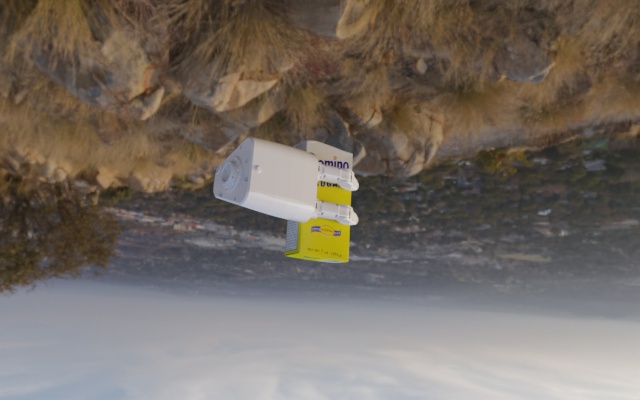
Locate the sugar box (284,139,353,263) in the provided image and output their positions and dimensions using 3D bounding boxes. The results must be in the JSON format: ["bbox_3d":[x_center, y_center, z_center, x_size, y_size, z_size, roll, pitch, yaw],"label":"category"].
[{"bbox_3d":[0.000,0.002,0.726,0.093,0.176,0.048,14,-17,-34],"label":"sugar box"}]
